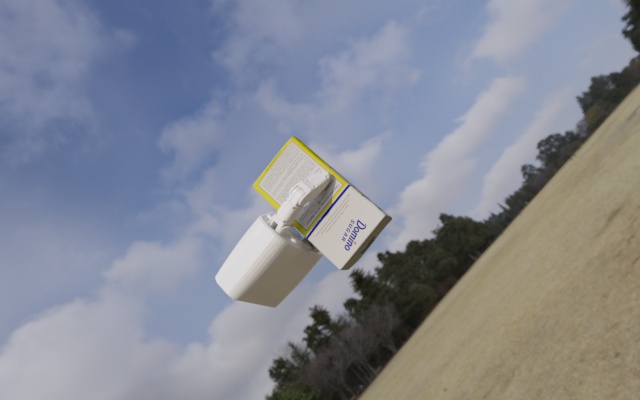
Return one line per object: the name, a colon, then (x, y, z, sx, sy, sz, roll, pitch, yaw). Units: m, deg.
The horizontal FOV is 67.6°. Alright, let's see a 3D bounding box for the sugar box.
sugar box: (0.000, 0.002, 0.643, 0.176, 0.093, 0.048, 42, 9, 20)
